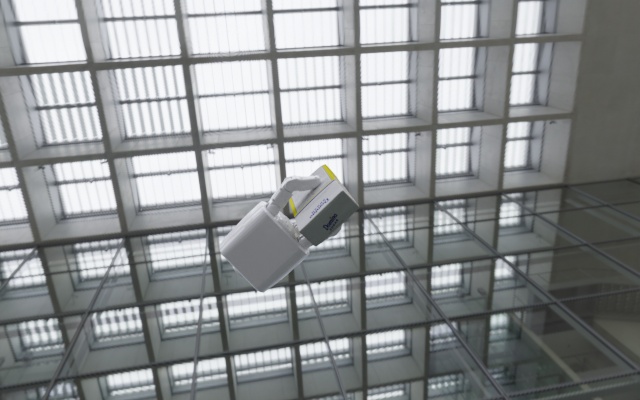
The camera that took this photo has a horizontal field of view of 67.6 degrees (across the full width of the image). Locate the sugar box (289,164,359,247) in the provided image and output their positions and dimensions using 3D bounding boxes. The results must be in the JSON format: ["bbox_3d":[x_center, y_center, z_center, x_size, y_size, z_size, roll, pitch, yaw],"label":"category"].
[{"bbox_3d":[0.000,0.003,0.786,0.048,0.093,0.176,44,7,-21],"label":"sugar box"}]
